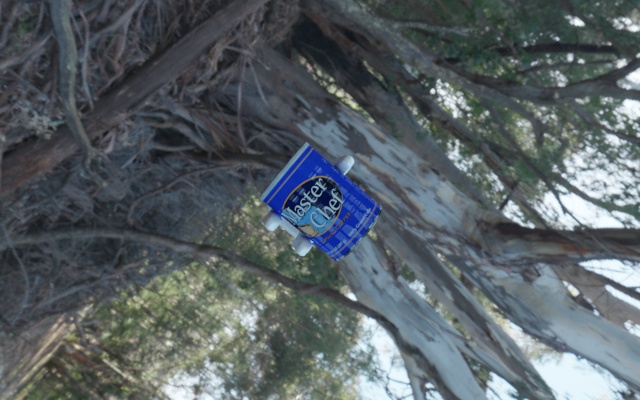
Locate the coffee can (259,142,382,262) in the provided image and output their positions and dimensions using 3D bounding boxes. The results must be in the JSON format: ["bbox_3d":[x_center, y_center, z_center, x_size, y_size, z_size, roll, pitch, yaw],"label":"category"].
[{"bbox_3d":[0.000,0.002,0.666,0.140,0.103,0.103,40,-4,-5],"label":"coffee can"}]
